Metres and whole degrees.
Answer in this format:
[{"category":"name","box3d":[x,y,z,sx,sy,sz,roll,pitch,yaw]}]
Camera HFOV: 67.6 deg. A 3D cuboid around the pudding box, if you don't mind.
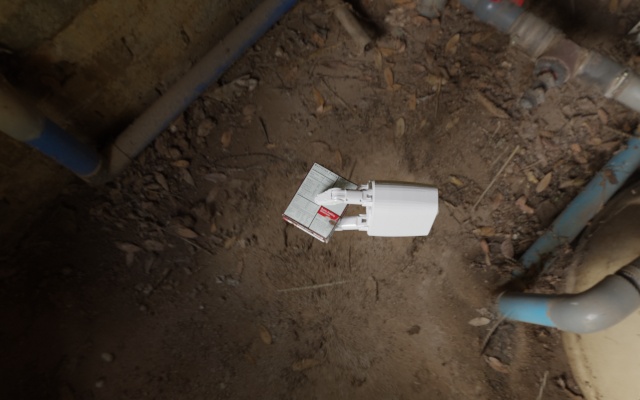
[{"category":"pudding box","box3d":[0.000,0.003,0.820,0.090,0.113,0.039,30,-12,7]}]
